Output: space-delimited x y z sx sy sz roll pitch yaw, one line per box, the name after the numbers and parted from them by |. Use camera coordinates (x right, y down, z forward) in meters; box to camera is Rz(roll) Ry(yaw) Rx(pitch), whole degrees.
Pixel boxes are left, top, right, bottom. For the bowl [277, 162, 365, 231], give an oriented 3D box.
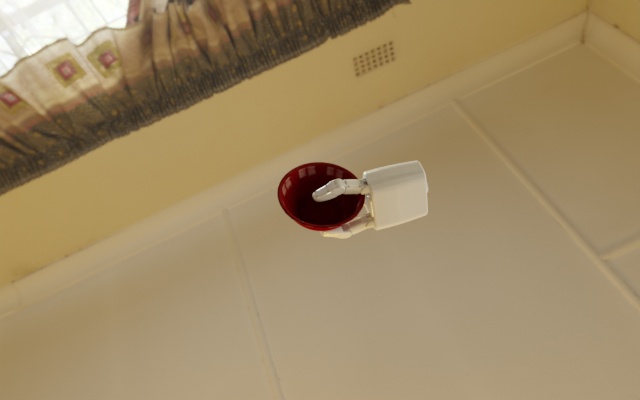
-0.001 0.003 0.896 0.162 0.162 0.055 0 -41 -5 | bowl
